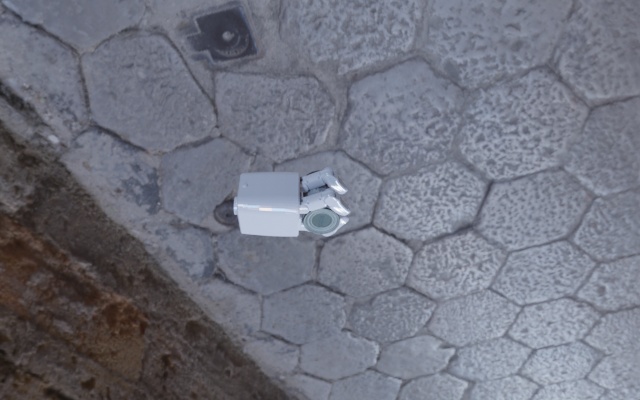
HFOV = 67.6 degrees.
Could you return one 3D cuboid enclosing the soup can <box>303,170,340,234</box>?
[{"bbox_3d":[0.001,0.003,0.871,0.068,0.069,0.102,0,43,-2],"label":"soup can"}]
